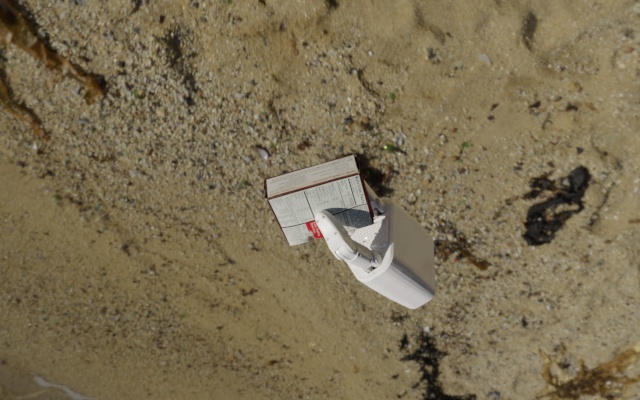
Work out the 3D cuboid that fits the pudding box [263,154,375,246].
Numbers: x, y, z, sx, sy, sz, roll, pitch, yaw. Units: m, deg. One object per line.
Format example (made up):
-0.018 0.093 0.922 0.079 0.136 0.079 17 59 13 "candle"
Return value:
0.000 0.002 0.562 0.113 0.090 0.039 -16 43 4 "pudding box"
